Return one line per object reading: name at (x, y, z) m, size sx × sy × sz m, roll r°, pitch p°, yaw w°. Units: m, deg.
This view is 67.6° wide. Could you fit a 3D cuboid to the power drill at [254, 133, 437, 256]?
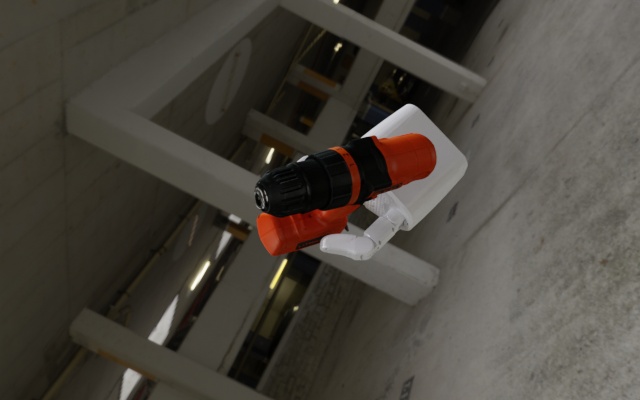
power drill at (0.000, 0.002, 0.476) m, size 0.184 × 0.057 × 0.188 m, roll -14°, pitch -13°, yaw -30°
